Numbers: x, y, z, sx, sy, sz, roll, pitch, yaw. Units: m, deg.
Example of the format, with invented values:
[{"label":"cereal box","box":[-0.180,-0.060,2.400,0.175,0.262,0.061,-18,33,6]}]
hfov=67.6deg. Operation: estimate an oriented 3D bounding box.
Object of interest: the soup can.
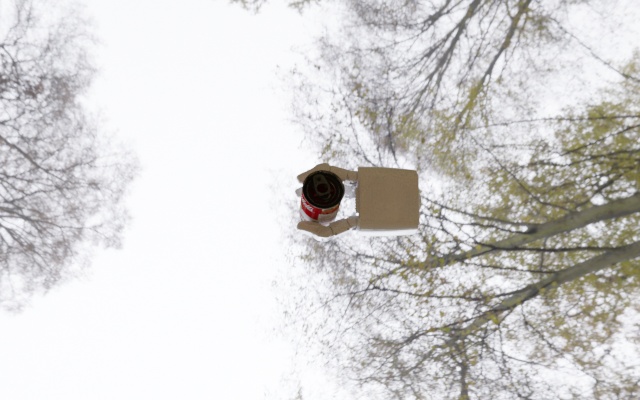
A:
[{"label":"soup can","box":[0.000,0.003,0.796,0.068,0.068,0.102,0,-24,-6]}]
